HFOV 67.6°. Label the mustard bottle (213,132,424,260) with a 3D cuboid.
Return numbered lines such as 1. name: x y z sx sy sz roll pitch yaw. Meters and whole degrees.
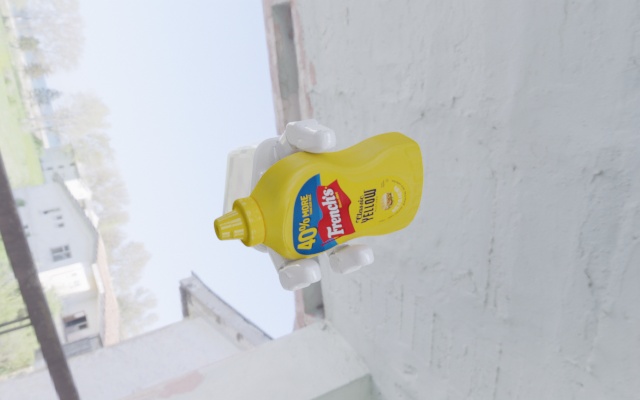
1. mustard bottle: 0.000 0.001 0.421 0.191 0.096 0.058 -15 35 -26
